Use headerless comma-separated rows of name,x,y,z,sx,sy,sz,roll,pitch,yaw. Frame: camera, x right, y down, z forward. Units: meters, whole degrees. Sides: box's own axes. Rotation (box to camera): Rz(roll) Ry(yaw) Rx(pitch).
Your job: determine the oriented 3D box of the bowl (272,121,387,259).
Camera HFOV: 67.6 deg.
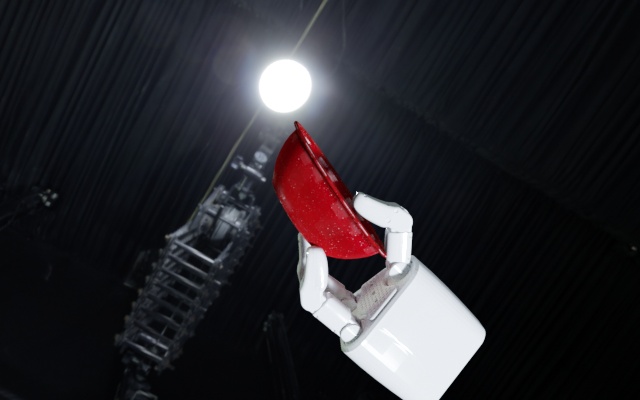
bowl,-0.001,0.001,0.479,0.055,0.162,0.162,-33,-4,6
